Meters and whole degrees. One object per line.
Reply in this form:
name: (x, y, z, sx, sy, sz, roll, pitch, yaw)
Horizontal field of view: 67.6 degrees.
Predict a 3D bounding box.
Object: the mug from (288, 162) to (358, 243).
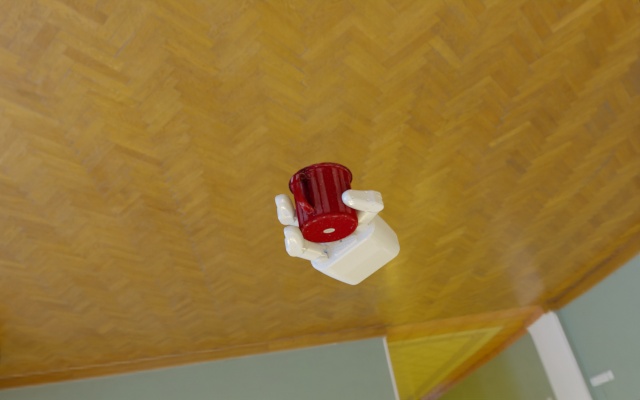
mug: (-0.001, 0.002, 0.653, 0.093, 0.081, 0.117, -25, -34, 22)
